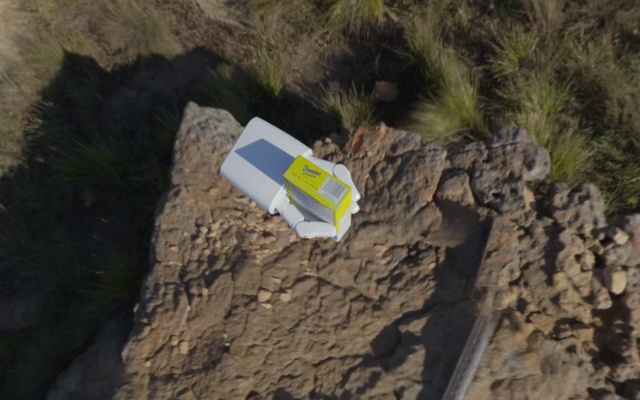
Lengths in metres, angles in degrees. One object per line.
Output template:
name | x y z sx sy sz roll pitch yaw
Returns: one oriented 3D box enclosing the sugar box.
sugar box | 0.000 0.002 0.729 0.093 0.048 0.176 34 -12 12
